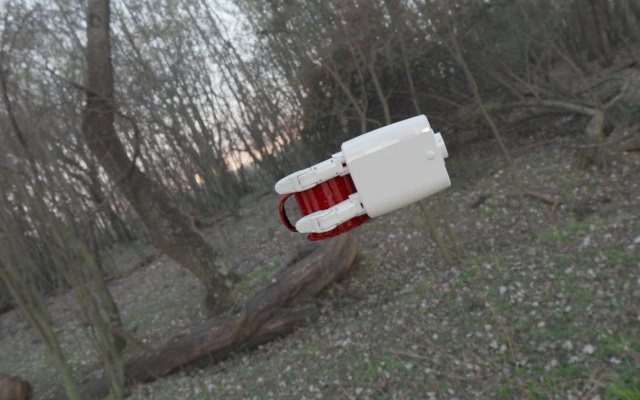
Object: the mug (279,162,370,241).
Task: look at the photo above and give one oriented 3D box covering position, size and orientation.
[{"bbox_3d":[-0.001,0.002,0.638,0.117,0.081,0.093,-20,8,12],"label":"mug"}]
